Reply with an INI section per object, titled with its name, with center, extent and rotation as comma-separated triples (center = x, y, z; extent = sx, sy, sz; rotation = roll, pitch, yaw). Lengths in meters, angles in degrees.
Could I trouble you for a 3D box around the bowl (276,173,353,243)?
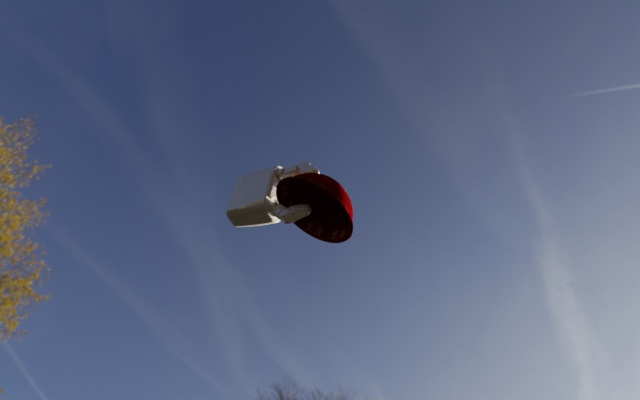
[bowl]
center = 0.001, 0.003, 0.868
extent = 0.162, 0.162, 0.055
rotation = 0, 42, 44
